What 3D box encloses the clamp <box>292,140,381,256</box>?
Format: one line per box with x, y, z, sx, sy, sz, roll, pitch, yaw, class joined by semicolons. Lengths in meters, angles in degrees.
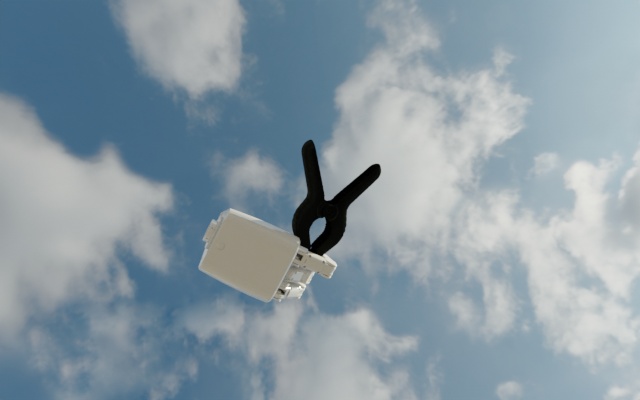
0.000;0.002;0.666;0.120;0.171;0.039;27;3;-16;clamp
